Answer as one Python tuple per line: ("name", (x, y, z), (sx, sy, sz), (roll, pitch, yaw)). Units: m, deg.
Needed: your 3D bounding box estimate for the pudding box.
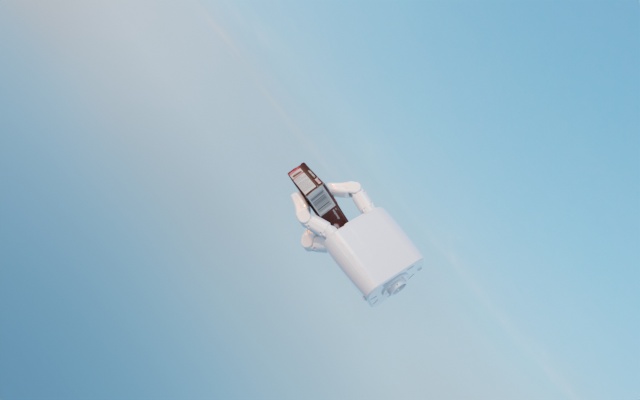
("pudding box", (0.000, 0.002, 0.779), (0.039, 0.114, 0.090), (-35, 35, -5))
